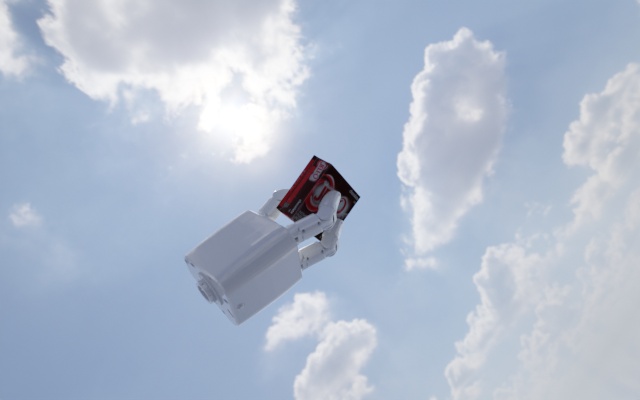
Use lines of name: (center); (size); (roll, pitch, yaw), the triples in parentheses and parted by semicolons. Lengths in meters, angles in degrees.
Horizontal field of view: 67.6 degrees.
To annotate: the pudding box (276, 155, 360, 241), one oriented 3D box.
pudding box: (0.000, 0.002, 0.666); (0.039, 0.090, 0.113); (33, -5, 32)
